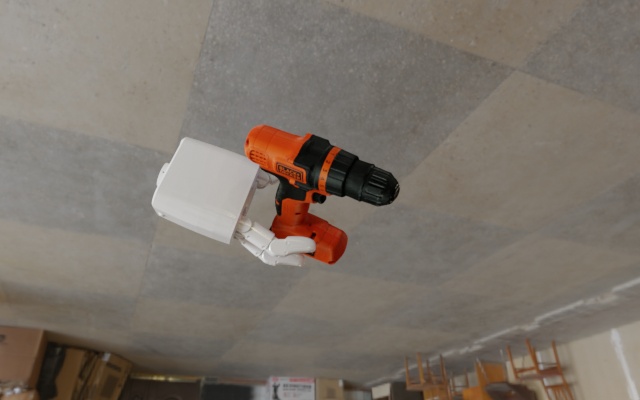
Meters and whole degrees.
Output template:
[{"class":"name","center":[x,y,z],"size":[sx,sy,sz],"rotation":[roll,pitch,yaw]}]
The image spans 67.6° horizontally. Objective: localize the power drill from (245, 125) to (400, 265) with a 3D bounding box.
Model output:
[{"class":"power drill","center":[0.000,0.002,0.588],"size":[0.184,0.057,0.188],"rotation":[23,-36,16]}]
